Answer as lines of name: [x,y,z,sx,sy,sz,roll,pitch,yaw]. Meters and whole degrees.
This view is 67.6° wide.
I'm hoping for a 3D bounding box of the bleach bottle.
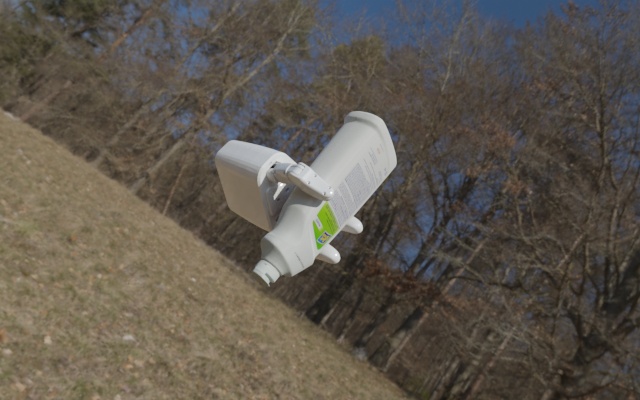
bleach bottle: [0.000,0.002,0.617,0.068,0.250,0.103,20,-30,41]
